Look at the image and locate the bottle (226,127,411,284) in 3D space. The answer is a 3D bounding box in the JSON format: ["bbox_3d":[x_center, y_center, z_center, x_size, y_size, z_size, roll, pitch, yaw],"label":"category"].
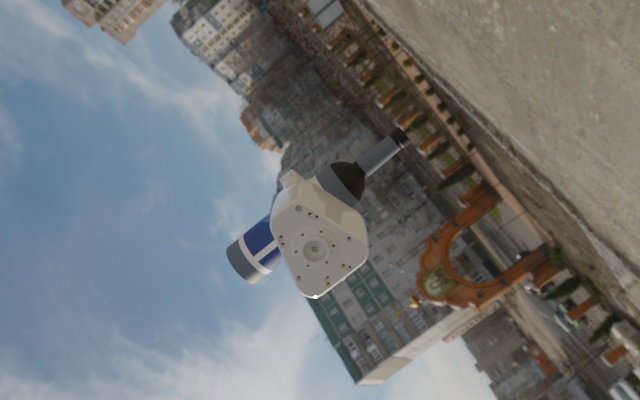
[{"bbox_3d":[0.000,0.002,0.664,0.296,0.069,0.069,-39,-7,9],"label":"bottle"}]
